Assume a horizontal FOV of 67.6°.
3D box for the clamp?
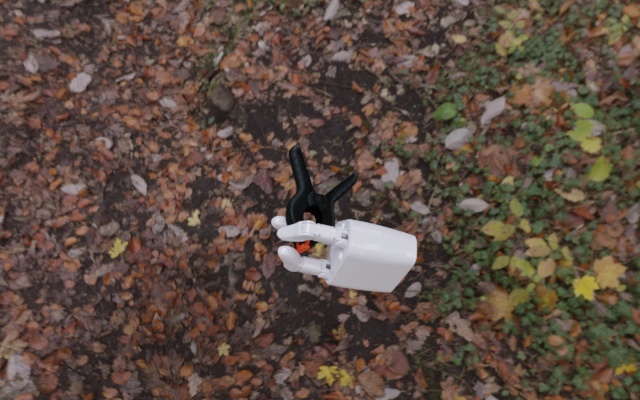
[{"bbox_3d":[0.000,0.002,0.735,0.120,0.171,0.039,13,-26,-15],"label":"clamp"}]
